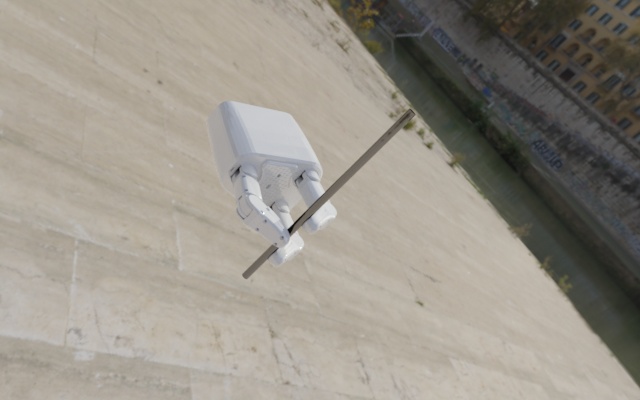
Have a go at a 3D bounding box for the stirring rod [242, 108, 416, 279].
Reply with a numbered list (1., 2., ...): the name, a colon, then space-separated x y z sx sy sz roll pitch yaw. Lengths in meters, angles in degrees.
1. stirring rod: 0.000 0.001 0.458 0.239 0.011 0.011 -45 -20 22
